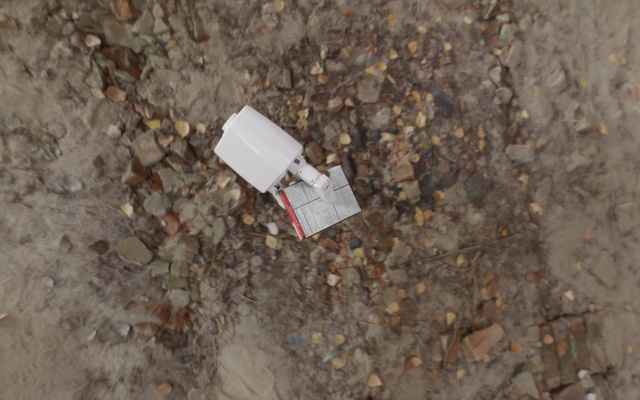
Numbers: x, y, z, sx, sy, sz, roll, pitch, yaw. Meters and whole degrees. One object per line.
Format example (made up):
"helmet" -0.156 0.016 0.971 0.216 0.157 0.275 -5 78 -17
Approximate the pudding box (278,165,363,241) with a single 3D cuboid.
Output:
"pudding box" 0.000 0.002 0.779 0.113 0.090 0.039 -25 0 -18
